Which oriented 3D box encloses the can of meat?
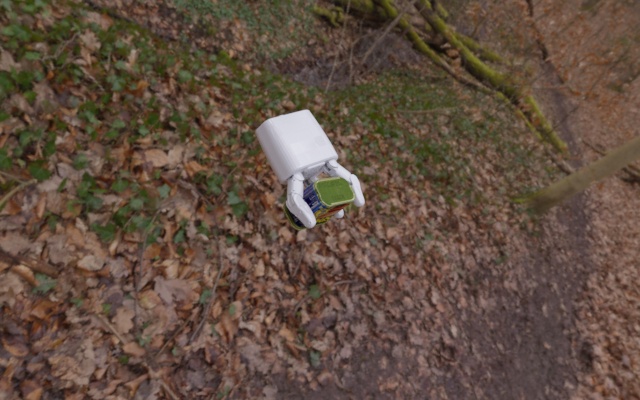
[{"bbox_3d":[0.000,0.003,0.831,0.084,0.057,0.102,-37,-16,37],"label":"can of meat"}]
